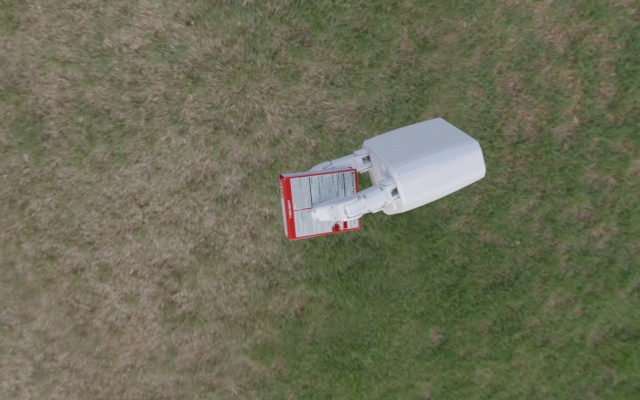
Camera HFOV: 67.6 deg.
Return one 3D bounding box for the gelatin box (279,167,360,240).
[{"bbox_3d":[0.000,0.002,0.556,0.089,0.073,0.030,-8,13,-14],"label":"gelatin box"}]
